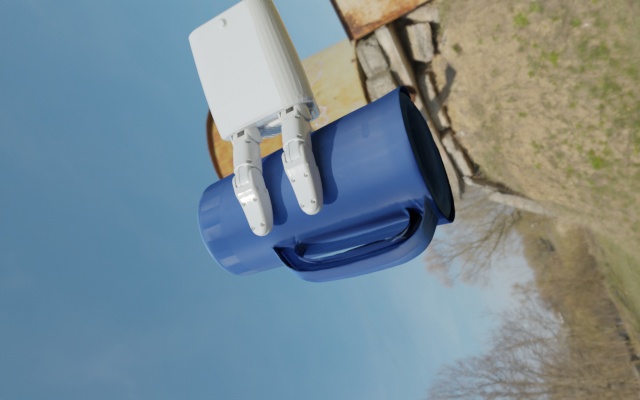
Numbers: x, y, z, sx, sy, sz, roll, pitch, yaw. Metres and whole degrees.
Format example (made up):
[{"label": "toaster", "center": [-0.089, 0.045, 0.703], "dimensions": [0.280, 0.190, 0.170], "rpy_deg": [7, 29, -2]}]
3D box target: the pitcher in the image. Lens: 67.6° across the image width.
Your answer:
[{"label": "pitcher", "center": [0.000, 0.001, 0.472], "dimensions": [0.243, 0.145, 0.149], "rpy_deg": [-21, -2, 23]}]
